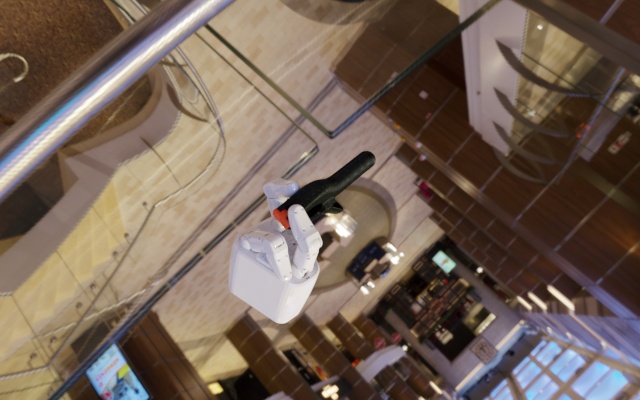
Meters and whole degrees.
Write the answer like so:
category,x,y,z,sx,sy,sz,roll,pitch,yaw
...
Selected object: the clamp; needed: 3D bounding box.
category,x,y,z,sx,sy,sz,roll,pitch,yaw
clamp,0.000,0.003,0.651,0.171,0.120,0.039,-29,62,-37
